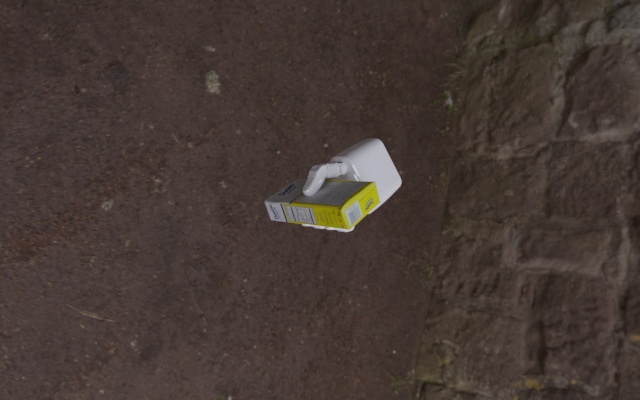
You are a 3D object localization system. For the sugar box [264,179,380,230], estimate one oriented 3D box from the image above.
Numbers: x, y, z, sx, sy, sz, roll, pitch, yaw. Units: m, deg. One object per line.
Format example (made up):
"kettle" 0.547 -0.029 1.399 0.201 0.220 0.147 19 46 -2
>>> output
"sugar box" 0.000 0.003 0.797 0.176 0.048 0.093 2 29 43
